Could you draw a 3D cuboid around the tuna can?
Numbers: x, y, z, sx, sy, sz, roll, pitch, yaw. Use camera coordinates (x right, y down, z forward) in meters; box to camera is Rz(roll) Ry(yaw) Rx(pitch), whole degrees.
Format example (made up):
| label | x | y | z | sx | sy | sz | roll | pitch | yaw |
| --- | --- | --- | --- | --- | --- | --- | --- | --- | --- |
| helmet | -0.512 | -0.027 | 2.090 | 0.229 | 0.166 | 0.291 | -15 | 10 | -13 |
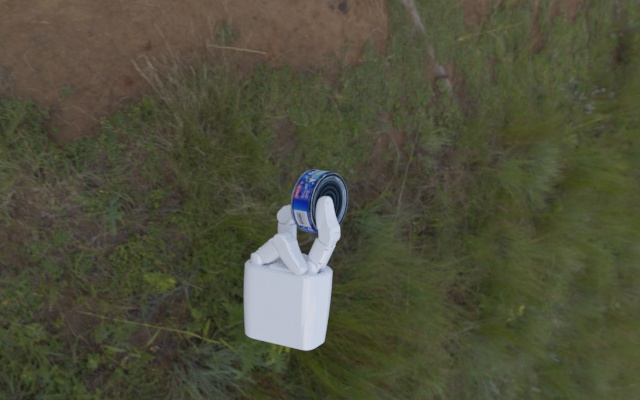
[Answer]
| label | x | y | z | sx | sy | sz | roll | pitch | yaw |
| --- | --- | --- | --- | --- | --- | --- | --- | --- | --- |
| tuna can | 0.001 | 0.002 | 0.640 | 0.034 | 0.086 | 0.086 | 9 | 6 | 37 |
